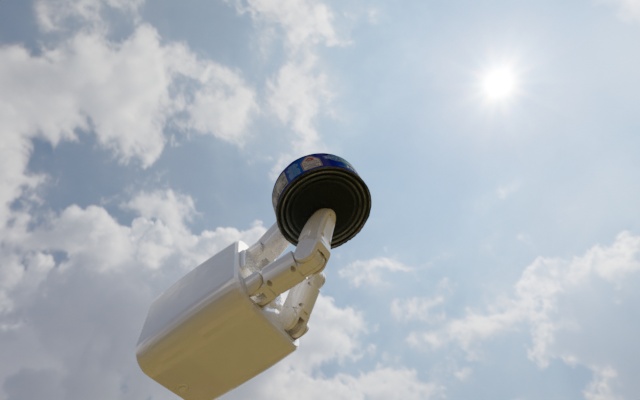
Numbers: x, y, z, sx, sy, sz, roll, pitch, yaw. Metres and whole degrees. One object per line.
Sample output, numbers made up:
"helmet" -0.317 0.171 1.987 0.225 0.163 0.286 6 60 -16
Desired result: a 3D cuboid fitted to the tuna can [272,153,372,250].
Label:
"tuna can" 0.000 0.001 0.429 0.086 0.086 0.033 0 30 -16
